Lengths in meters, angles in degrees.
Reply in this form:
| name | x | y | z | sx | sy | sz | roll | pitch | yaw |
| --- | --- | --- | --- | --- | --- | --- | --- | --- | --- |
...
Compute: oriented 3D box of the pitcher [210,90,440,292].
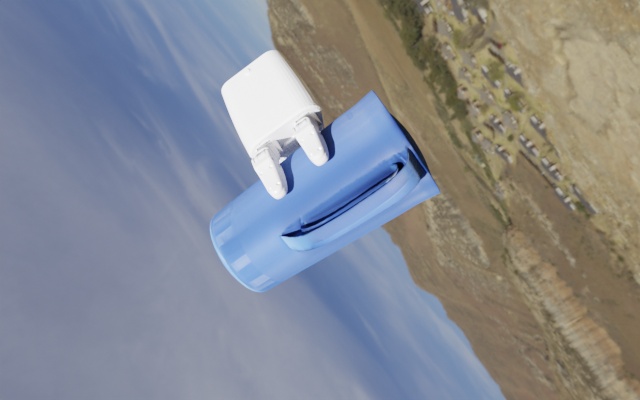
| name | x | y | z | sx | sy | sz | roll | pitch | yaw |
| --- | --- | --- | --- | --- | --- | --- | --- | --- | --- |
| pitcher | 0.000 | 0.002 | 0.528 | 0.243 | 0.145 | 0.149 | -34 | -26 | 10 |
